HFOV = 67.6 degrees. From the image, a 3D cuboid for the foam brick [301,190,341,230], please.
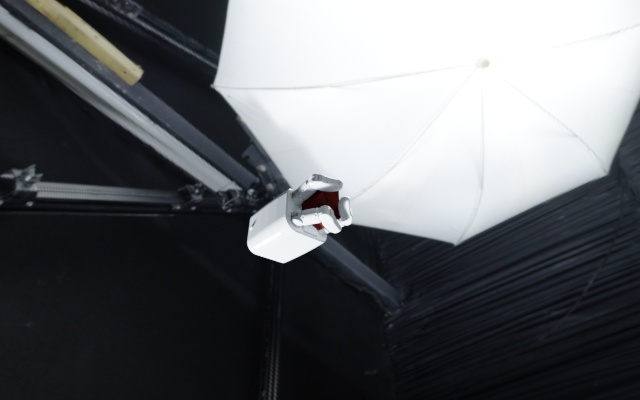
[{"bbox_3d":[0.000,0.003,0.876,0.051,0.078,0.053,-32,-54,27],"label":"foam brick"}]
